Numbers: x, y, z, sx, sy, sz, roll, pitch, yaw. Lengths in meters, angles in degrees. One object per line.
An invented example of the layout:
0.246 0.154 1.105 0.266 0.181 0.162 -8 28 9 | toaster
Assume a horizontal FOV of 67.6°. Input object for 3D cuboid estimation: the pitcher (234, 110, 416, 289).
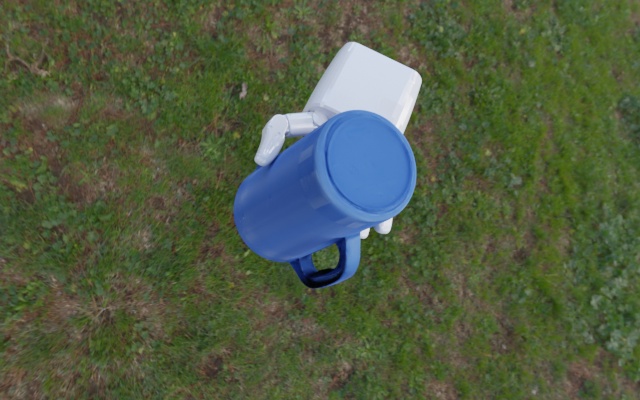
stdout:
0.000 0.002 0.534 0.149 0.145 0.243 32 -23 -15 | pitcher
